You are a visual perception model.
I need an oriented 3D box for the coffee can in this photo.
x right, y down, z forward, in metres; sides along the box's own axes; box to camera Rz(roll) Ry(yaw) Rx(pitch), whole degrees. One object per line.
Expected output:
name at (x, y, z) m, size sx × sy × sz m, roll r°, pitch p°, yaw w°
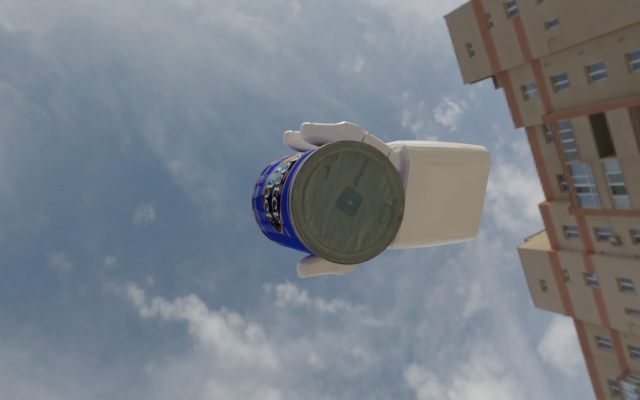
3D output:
coffee can at (0.000, 0.002, 0.454) m, size 0.103 × 0.103 × 0.140 m, roll 0°, pitch 0°, yaw -21°
